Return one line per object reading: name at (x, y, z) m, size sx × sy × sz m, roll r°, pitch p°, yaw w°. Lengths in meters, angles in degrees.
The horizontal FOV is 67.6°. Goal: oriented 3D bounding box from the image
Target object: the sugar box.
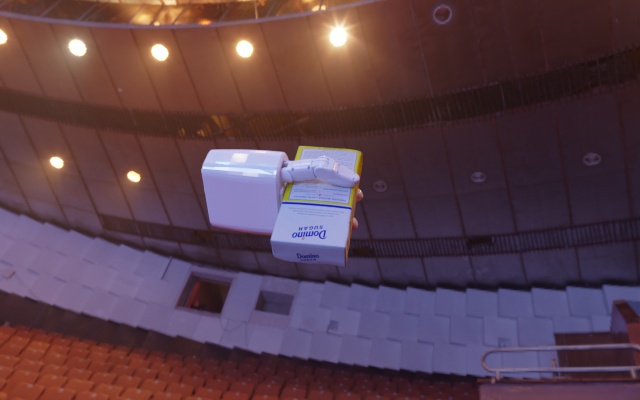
sugar box at (0.000, 0.002, 0.630) m, size 0.093 × 0.176 × 0.048 m, roll 5°, pitch -41°, yaw 10°
